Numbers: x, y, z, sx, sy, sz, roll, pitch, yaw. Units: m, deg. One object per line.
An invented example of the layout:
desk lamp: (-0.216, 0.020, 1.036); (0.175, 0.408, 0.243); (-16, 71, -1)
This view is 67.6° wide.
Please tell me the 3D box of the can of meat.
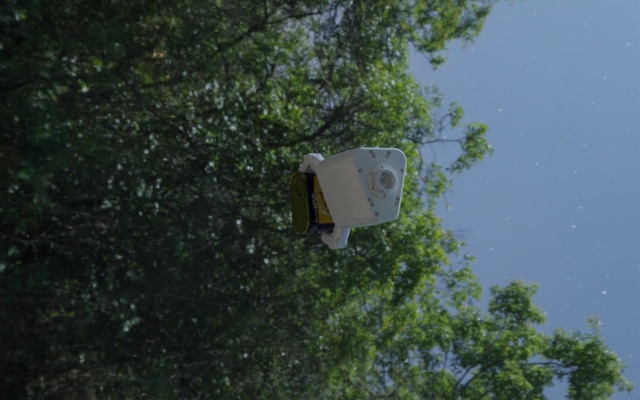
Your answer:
can of meat: (0.000, 0.003, 0.790); (0.084, 0.102, 0.057); (-2, -8, -27)
